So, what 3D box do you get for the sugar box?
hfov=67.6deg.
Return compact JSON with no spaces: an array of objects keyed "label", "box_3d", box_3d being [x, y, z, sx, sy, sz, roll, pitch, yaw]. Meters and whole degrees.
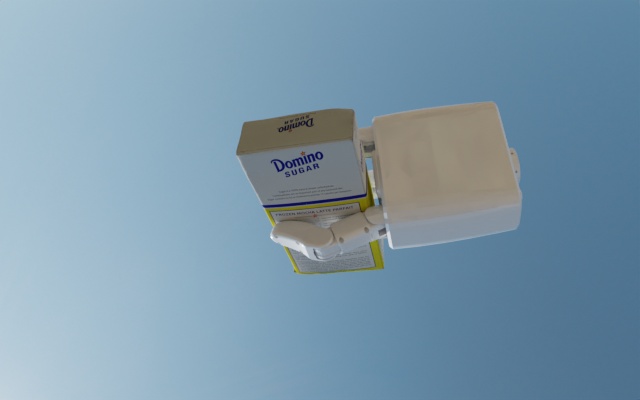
[{"label":"sugar box","box_3d":[0.000,0.001,0.425,0.093,0.048,0.176,-6,-43,11]}]
